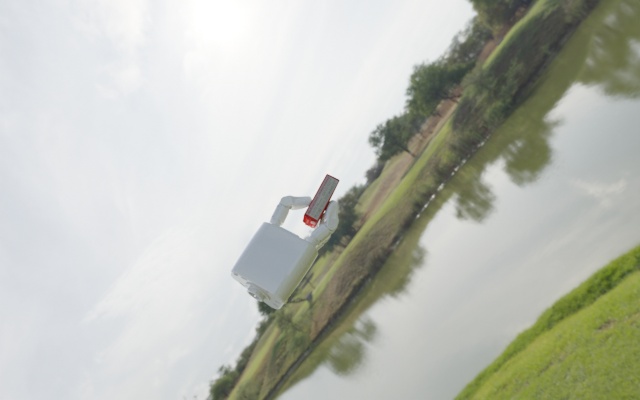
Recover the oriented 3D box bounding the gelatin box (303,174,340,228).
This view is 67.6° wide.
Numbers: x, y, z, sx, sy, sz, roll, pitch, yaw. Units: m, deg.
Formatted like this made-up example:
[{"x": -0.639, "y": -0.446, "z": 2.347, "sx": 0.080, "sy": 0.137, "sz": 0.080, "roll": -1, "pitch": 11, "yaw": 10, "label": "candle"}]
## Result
[{"x": 0.000, "y": 0.002, "z": 0.868, "sx": 0.030, "sy": 0.089, "sz": 0.073, "roll": 28, "pitch": -13, "yaw": 1, "label": "gelatin box"}]
